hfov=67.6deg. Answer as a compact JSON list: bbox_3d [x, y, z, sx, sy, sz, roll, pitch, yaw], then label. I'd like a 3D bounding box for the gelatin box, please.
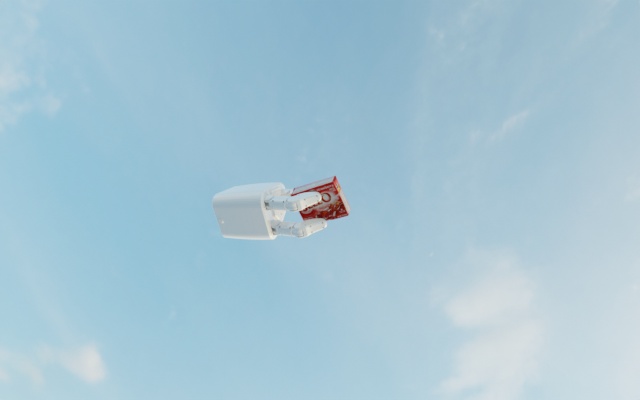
[{"bbox_3d":[0.001,0.003,0.869,0.089,0.073,0.030,-16,24,21],"label":"gelatin box"}]
